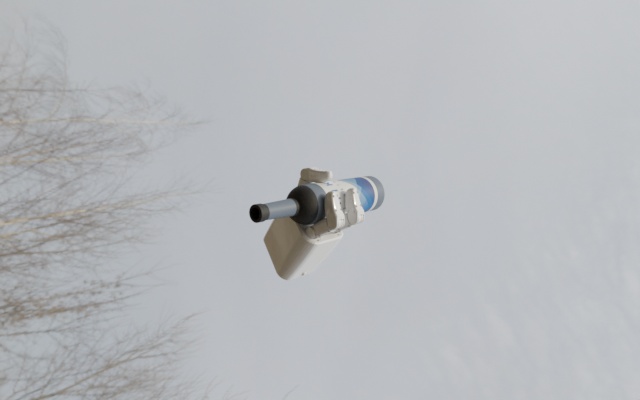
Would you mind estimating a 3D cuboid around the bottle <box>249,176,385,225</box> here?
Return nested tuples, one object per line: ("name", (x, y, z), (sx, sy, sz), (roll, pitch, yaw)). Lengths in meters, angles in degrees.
("bottle", (0.000, 0.003, 0.801), (0.069, 0.069, 0.295), (0, 6, 40))
